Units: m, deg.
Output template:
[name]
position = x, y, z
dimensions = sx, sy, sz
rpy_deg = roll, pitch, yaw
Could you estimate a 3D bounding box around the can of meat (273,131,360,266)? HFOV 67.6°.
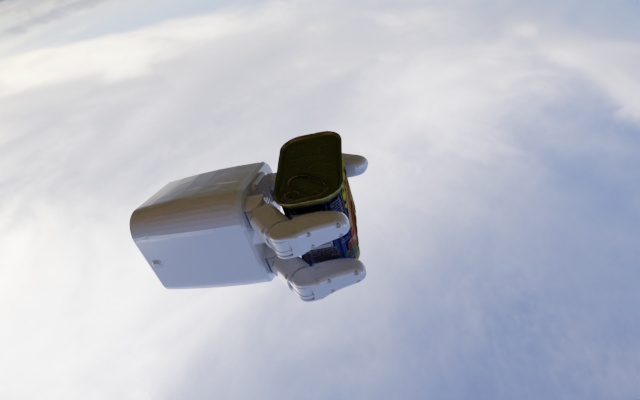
[can of meat]
position = 0.000, 0.002, 0.425
dimensions = 0.057, 0.084, 0.102
rpy_deg = -11, 37, 9
